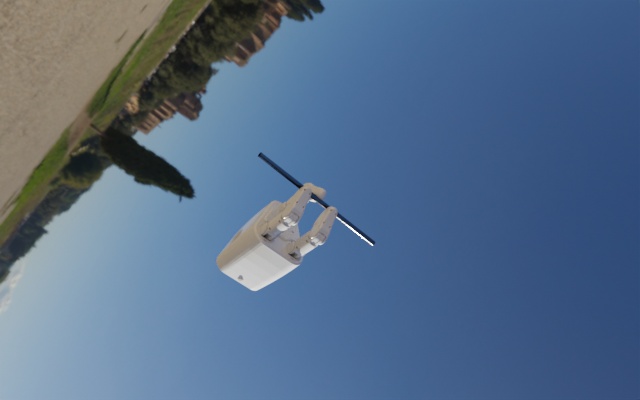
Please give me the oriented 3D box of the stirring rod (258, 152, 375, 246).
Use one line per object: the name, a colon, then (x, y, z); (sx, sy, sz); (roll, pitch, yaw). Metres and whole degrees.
stirring rod: (0.000, 0.002, 0.723); (0.239, 0.011, 0.011); (38, -18, -25)
